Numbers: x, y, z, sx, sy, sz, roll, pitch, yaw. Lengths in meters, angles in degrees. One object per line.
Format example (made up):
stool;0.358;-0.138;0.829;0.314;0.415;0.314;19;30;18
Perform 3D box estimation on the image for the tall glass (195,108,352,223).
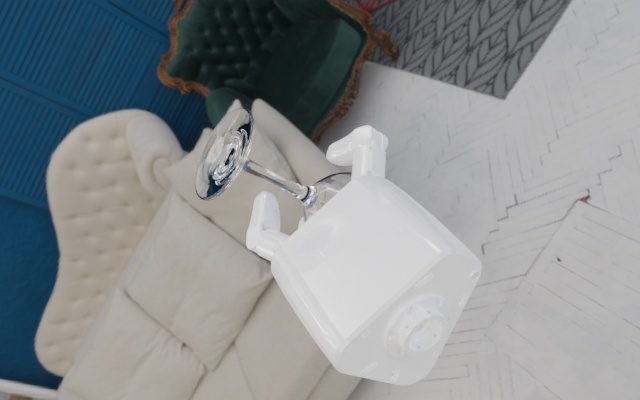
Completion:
tall glass;0.000;0.001;0.408;0.201;0.079;0.079;26;-16;-36
